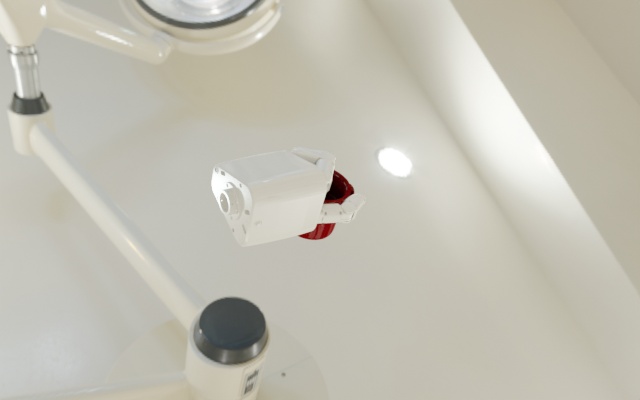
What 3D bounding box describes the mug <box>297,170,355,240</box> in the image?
[{"bbox_3d":[0.001,0.002,0.722,0.117,0.081,0.093,-12,45,-35],"label":"mug"}]
